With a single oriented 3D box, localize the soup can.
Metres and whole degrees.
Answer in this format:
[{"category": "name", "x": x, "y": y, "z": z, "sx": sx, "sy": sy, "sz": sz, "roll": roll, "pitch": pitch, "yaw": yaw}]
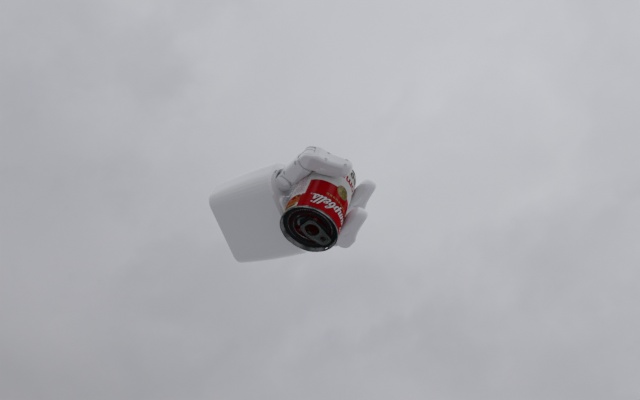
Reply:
[{"category": "soup can", "x": 0.001, "y": 0.001, "z": 0.566, "sx": 0.068, "sy": 0.068, "sz": 0.102, "roll": 0, "pitch": 39, "yaw": 20}]
